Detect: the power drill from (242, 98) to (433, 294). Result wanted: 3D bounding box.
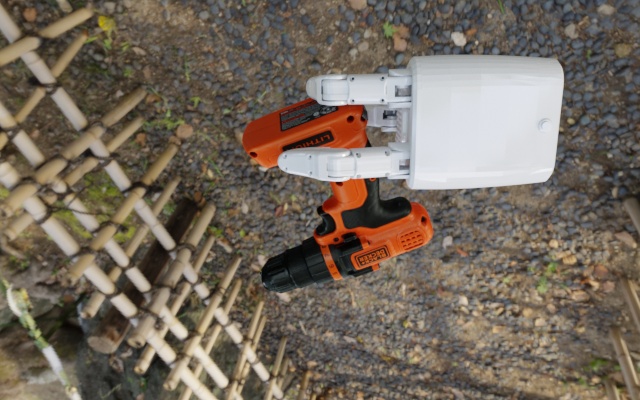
[{"bbox_3d":[0.000,0.001,0.451,0.184,0.188,0.057,-22,37,6],"label":"power drill"}]
